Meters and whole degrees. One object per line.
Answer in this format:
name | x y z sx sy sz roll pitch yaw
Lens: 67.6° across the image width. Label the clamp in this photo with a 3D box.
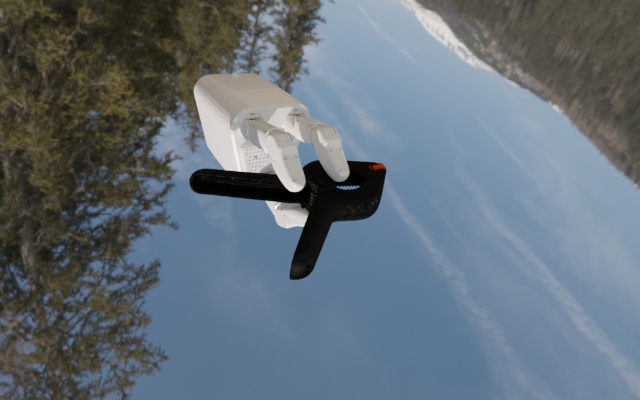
clamp | 0.000 0.002 0.475 0.210 0.036 0.164 -13 40 -36
